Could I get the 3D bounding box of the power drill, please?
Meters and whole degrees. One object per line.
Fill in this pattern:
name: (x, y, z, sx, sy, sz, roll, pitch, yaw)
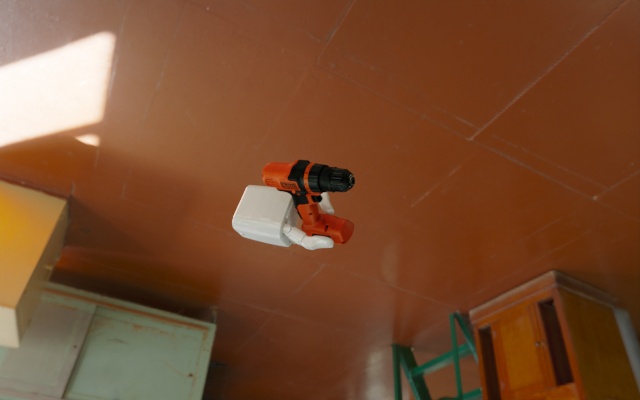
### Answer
power drill: (0.000, 0.003, 0.886, 0.184, 0.057, 0.188, 8, -38, 33)
